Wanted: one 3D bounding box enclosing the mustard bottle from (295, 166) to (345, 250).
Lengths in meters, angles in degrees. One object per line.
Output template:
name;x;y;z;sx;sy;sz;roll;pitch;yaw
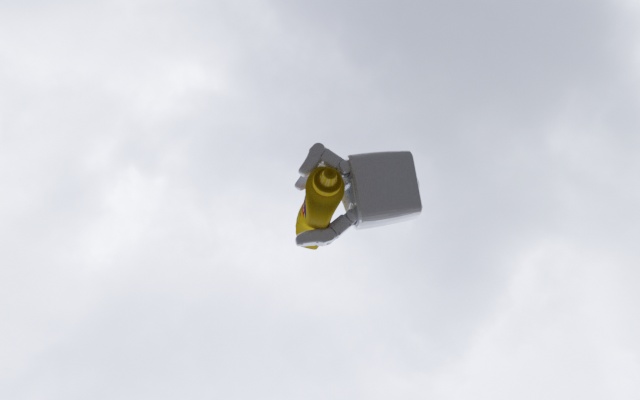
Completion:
mustard bottle;0.000;0.002;0.737;0.058;0.096;0.192;15;-26;-3
